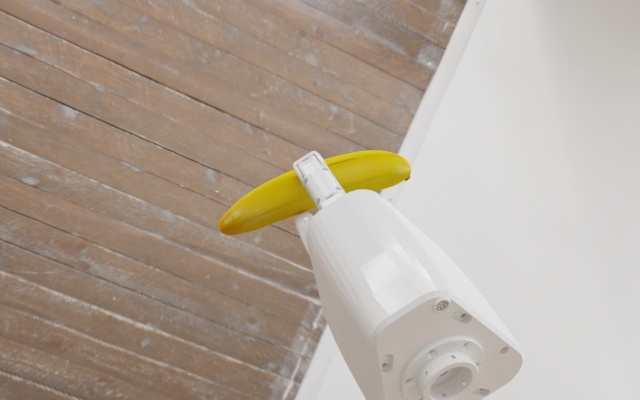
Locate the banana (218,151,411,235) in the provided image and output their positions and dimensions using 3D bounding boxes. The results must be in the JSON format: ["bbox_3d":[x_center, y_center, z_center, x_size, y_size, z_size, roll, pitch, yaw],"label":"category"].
[{"bbox_3d":[0.005,-0.009,0.429,0.198,0.037,0.070,-14,-30,-15],"label":"banana"}]
